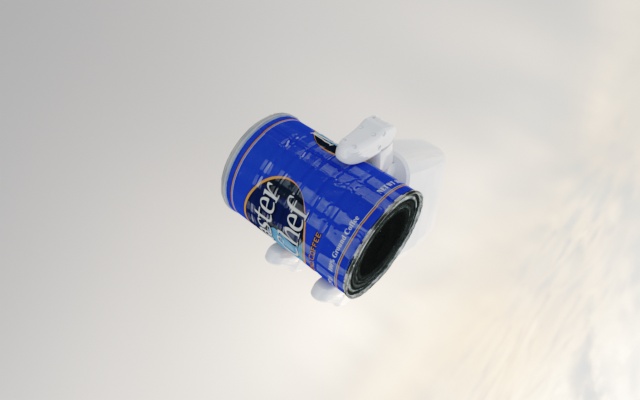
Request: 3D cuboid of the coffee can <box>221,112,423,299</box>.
[{"bbox_3d":[0.000,0.001,0.408,0.140,0.103,0.103,34,16,25],"label":"coffee can"}]
